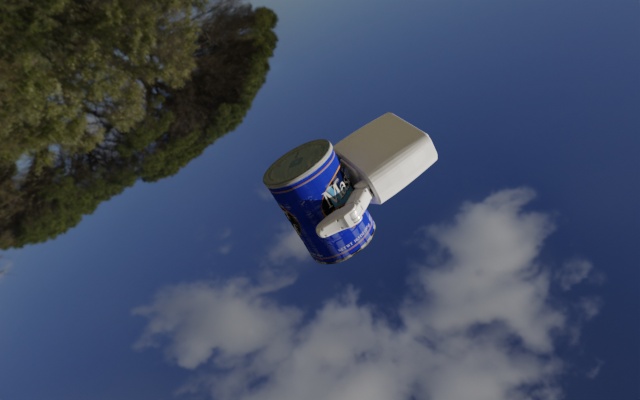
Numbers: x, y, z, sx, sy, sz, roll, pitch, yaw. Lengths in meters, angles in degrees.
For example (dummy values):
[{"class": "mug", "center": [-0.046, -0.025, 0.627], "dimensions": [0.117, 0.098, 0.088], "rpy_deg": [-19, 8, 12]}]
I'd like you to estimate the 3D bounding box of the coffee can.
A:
[{"class": "coffee can", "center": [0.000, 0.002, 0.657], "dimensions": [0.103, 0.140, 0.102], "rpy_deg": [-25, 26, 13]}]
